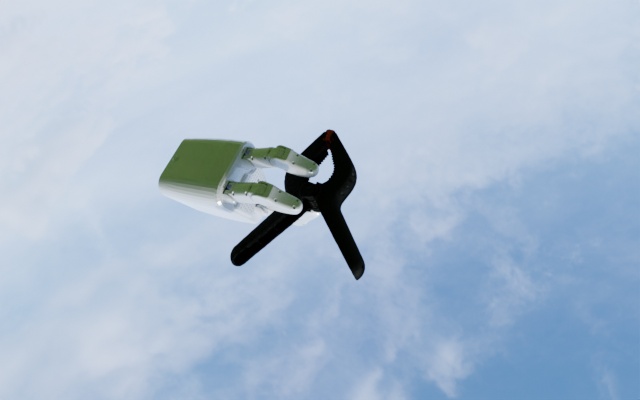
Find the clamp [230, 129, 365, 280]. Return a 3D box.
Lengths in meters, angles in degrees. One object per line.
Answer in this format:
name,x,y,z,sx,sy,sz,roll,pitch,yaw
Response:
clamp,0.000,0.002,0.584,0.164,0.210,0.036,10,-30,24
